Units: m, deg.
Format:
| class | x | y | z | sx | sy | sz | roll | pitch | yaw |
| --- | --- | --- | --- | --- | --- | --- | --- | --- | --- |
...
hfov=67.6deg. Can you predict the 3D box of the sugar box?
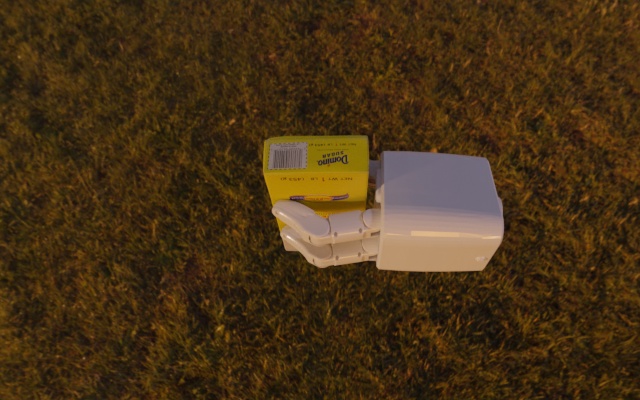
| class | x | y | z | sx | sy | sz | roll | pitch | yaw |
| --- | --- | --- | --- | --- | --- | --- | --- | --- | --- |
| sugar box | 0.000 | 0.002 | 0.488 | 0.093 | 0.048 | 0.176 | 0 | -31 | 4 |
